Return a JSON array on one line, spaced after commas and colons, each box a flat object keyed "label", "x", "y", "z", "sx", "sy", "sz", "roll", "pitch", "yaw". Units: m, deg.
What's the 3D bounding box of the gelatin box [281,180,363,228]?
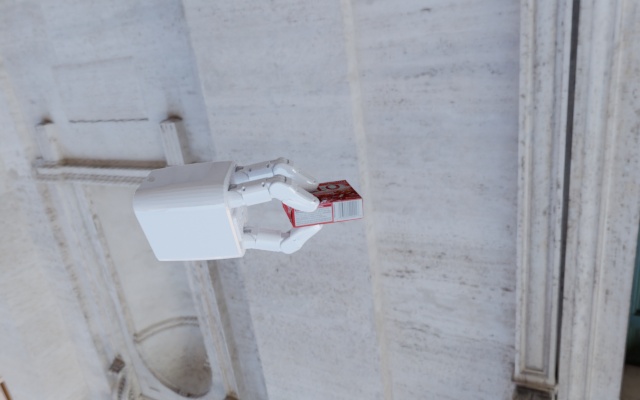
[{"label": "gelatin box", "x": 0.000, "y": 0.002, "z": 0.589, "sx": 0.089, "sy": 0.030, "sz": 0.073, "roll": -7, "pitch": 21, "yaw": -11}]
